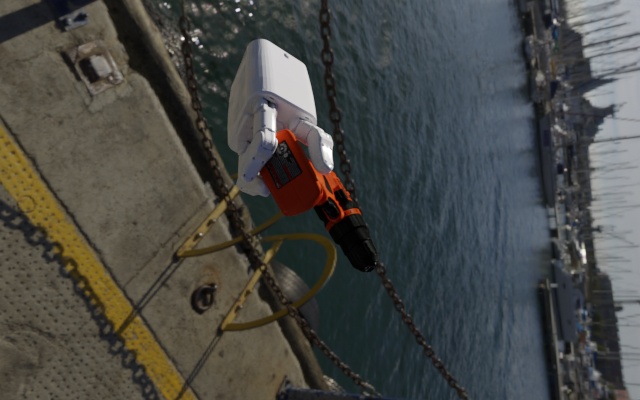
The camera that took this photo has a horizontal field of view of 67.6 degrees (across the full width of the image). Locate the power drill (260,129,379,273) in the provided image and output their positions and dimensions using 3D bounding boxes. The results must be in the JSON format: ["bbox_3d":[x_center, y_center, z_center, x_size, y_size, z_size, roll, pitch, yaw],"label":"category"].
[{"bbox_3d":[0.000,0.002,0.607,0.057,0.184,0.188,-35,-25,9],"label":"power drill"}]
